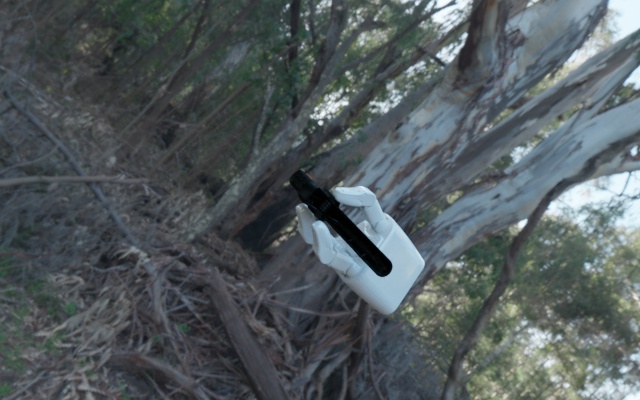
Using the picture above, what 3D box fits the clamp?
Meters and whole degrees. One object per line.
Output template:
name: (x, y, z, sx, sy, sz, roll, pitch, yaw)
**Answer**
clamp: (0.001, 0.001, 0.626, 0.165, 0.036, 0.210, 46, 0, -35)
